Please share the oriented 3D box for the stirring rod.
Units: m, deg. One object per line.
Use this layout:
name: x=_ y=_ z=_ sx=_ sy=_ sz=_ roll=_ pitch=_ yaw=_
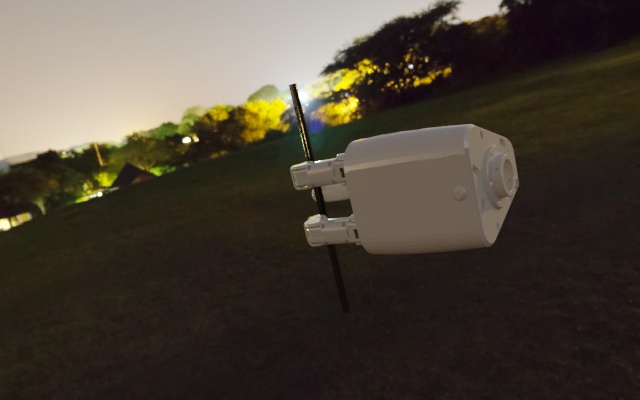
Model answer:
stirring rod: x=0.000 y=0.002 z=0.487 sx=0.011 sy=0.239 sz=0.011 roll=-13 pitch=9 yaw=2
